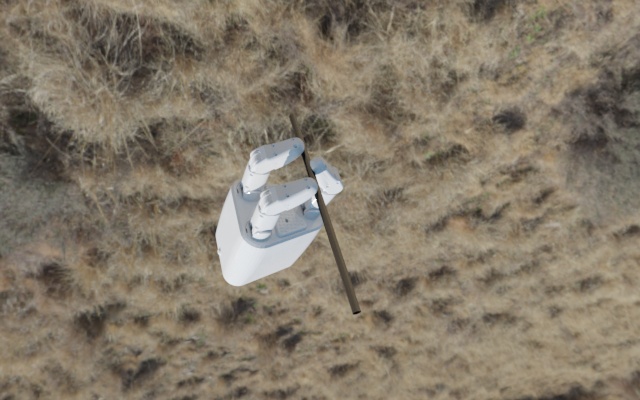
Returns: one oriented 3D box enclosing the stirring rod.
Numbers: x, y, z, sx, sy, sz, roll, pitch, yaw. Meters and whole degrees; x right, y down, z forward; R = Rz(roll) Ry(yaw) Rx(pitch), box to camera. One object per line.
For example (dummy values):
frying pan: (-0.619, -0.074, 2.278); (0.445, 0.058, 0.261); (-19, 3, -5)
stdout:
stirring rod: (0.000, 0.002, 0.485); (0.011, 0.239, 0.011); (-13, -31, -8)
